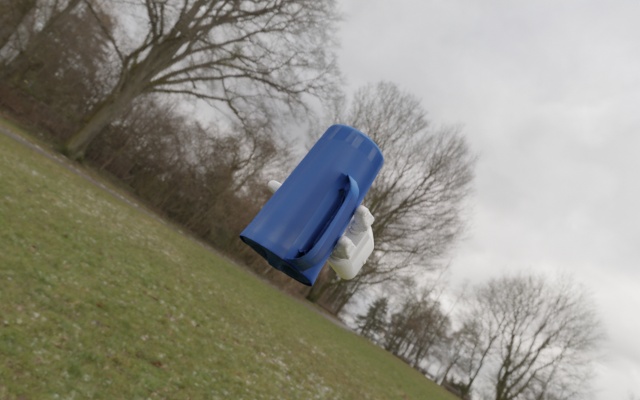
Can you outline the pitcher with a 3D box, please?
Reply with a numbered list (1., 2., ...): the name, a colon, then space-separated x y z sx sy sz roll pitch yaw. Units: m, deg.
1. pitcher: 0.000 0.002 0.739 0.149 0.242 0.145 28 -16 22
